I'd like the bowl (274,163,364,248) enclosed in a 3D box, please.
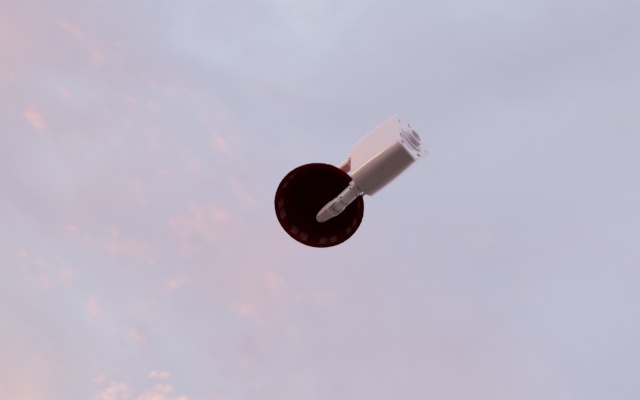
[{"bbox_3d":[-0.001,0.003,0.870,0.162,0.162,0.055,0,19,8],"label":"bowl"}]
